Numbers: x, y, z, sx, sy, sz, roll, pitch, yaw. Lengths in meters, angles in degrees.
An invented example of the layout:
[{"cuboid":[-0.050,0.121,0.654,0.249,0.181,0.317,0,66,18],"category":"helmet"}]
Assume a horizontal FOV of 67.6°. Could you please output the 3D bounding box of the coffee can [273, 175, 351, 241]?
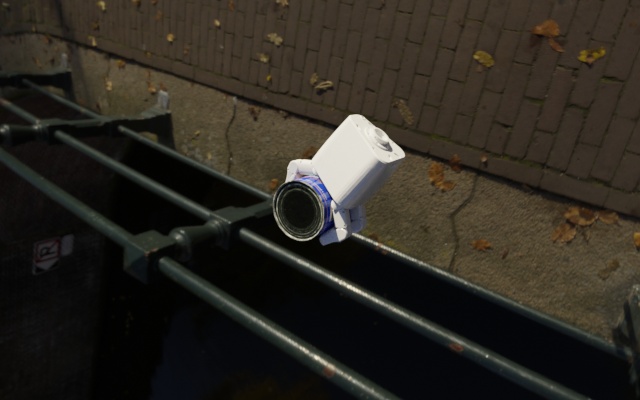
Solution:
[{"cuboid":[0.000,0.003,0.832,0.103,0.103,0.140,0,12,33],"category":"coffee can"}]
